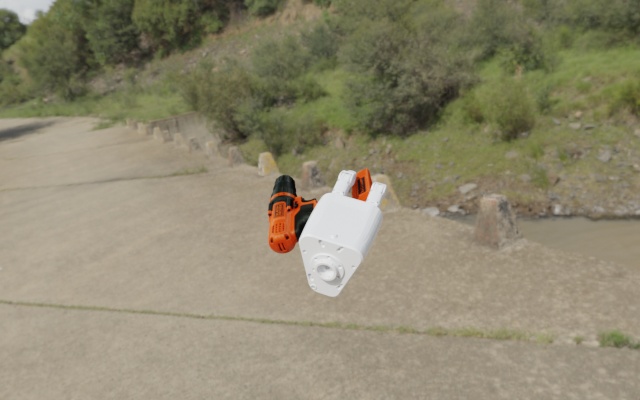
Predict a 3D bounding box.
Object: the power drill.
[{"bbox_3d":[0.001,0.003,0.829,0.187,0.057,0.184,-14,41,10],"label":"power drill"}]
